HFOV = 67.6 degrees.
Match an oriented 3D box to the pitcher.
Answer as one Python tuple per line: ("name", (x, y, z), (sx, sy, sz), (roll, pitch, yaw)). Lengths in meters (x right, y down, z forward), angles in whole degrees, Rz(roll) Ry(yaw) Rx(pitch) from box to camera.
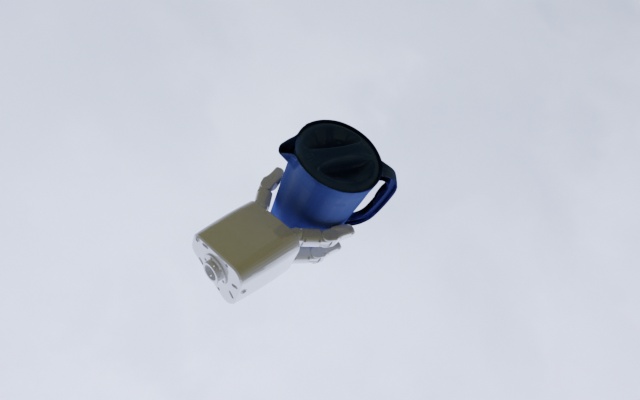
("pitcher", (0.000, 0.003, 0.758), (0.145, 0.149, 0.243), (-33, -17, -37))
